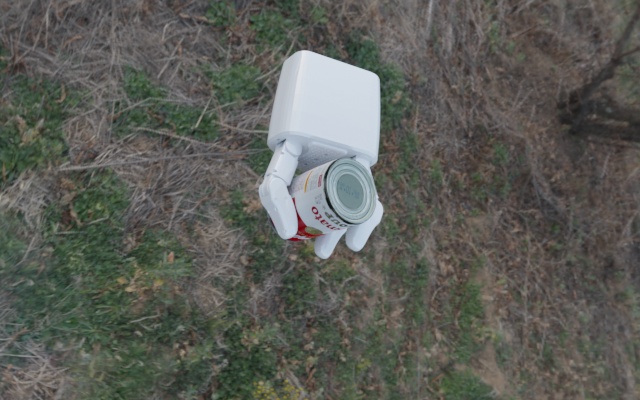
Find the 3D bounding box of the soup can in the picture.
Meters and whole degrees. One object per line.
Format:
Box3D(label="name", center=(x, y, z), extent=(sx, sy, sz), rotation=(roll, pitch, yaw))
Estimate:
Box3D(label="soup can", center=(0.000, 0.002, 0.492), extent=(0.068, 0.068, 0.102), rotation=(0, -13, -39))
